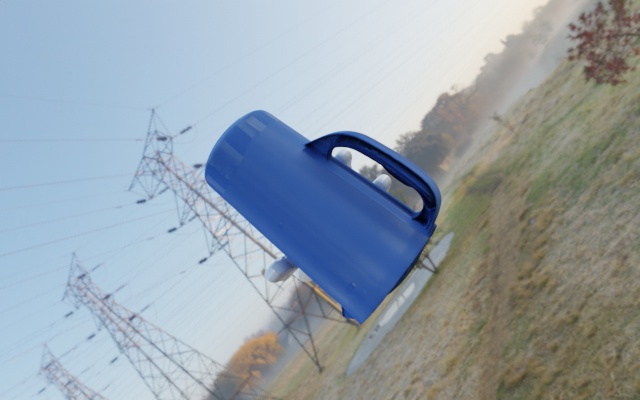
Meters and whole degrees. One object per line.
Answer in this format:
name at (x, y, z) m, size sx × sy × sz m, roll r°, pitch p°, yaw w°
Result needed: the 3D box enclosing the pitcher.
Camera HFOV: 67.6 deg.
pitcher at (0.000, 0.002, 0.522) m, size 0.243 × 0.149 × 0.145 m, roll 38°, pitch -16°, yaw 9°
